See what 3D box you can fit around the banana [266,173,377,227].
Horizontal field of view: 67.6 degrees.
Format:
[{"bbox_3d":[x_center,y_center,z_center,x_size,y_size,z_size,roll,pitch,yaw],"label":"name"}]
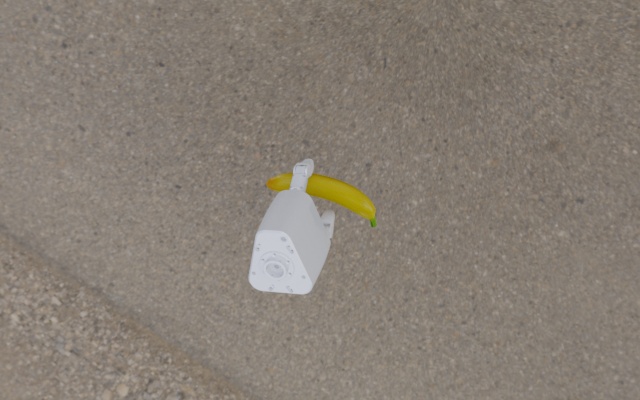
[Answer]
[{"bbox_3d":[0.009,-0.010,0.776,0.198,0.070,0.037,22,39,-1],"label":"banana"}]
